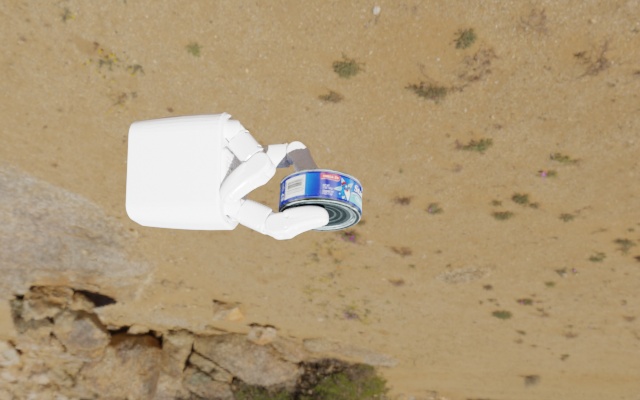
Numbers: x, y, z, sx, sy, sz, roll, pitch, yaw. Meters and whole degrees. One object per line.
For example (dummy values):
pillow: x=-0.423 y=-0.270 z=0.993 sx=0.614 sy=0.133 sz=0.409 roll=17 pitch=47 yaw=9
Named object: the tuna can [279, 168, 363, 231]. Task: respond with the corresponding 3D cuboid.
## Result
tuna can: x=0.000 y=0.002 z=0.488 sx=0.086 sy=0.033 sz=0.086 roll=2 pitch=-24 yaw=1
